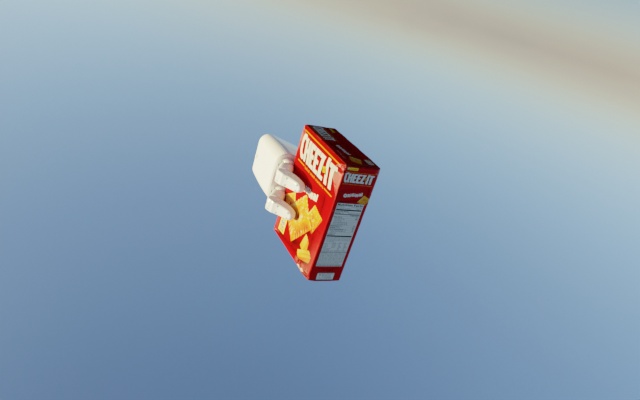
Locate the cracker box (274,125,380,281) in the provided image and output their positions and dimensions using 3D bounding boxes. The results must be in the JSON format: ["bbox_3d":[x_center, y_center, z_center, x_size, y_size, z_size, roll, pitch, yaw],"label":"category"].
[{"bbox_3d":[0.000,0.003,0.804,0.072,0.214,0.164,3,28,-29],"label":"cracker box"}]
